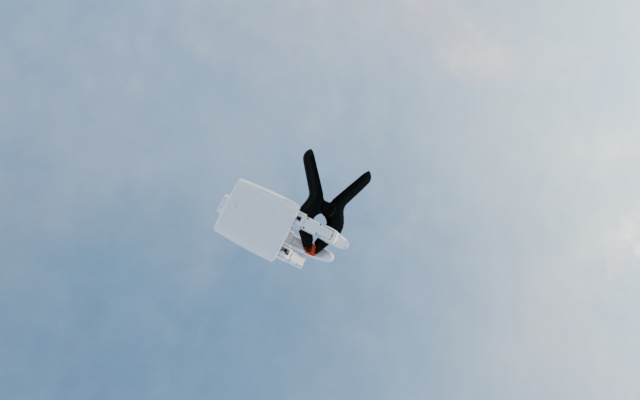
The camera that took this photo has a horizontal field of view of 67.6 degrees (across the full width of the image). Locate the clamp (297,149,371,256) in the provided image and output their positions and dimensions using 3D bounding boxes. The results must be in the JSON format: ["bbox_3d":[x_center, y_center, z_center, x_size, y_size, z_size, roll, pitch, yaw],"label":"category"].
[{"bbox_3d":[0.000,0.003,0.786,0.120,0.171,0.039,27,-10,-6],"label":"clamp"}]
